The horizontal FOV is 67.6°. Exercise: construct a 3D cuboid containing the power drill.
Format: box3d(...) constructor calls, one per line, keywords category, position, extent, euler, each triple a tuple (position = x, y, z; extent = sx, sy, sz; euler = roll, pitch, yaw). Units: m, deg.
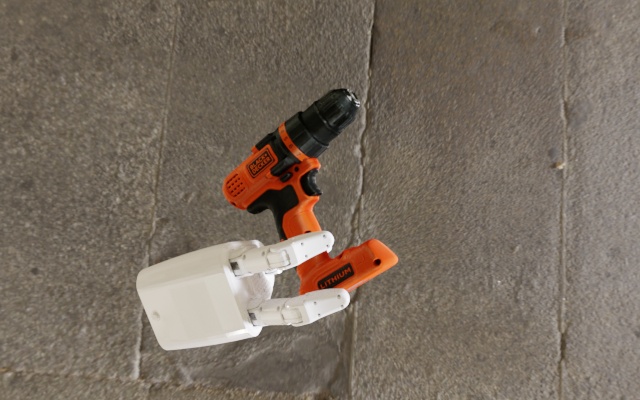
box3d(category="power drill", position=(0.000, 0.002, 0.497), extent=(0.184, 0.187, 0.057), euler=(-37, -18, 24))
